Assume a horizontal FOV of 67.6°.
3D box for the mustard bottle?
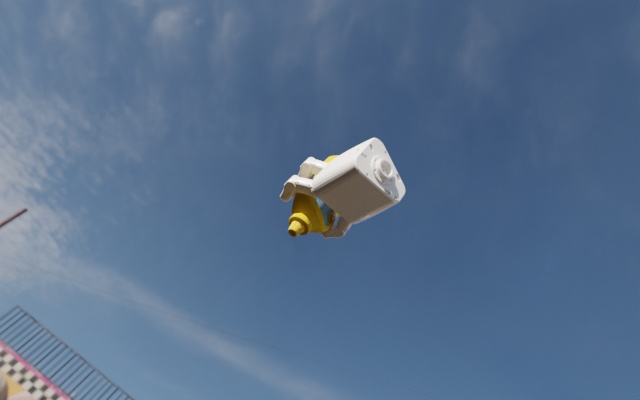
[{"bbox_3d":[0.000,0.003,0.868,0.058,0.096,0.191,1,34,35],"label":"mustard bottle"}]
